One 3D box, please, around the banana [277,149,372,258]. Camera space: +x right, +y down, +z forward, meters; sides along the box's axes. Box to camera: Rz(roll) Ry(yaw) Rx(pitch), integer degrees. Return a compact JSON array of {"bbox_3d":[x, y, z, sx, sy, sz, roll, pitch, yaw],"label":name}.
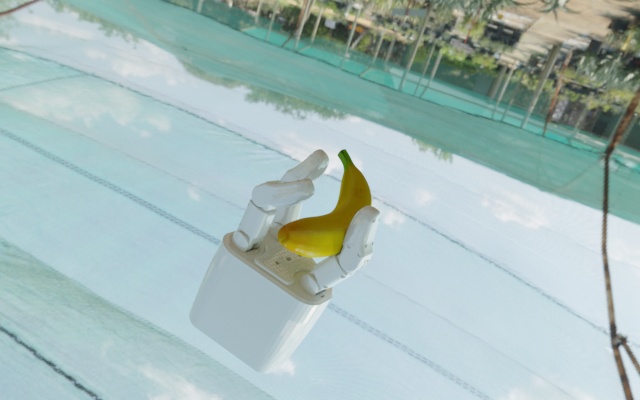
[{"bbox_3d":[0.015,0.012,0.461,0.037,0.069,0.197,-47,5,29],"label":"banana"}]
